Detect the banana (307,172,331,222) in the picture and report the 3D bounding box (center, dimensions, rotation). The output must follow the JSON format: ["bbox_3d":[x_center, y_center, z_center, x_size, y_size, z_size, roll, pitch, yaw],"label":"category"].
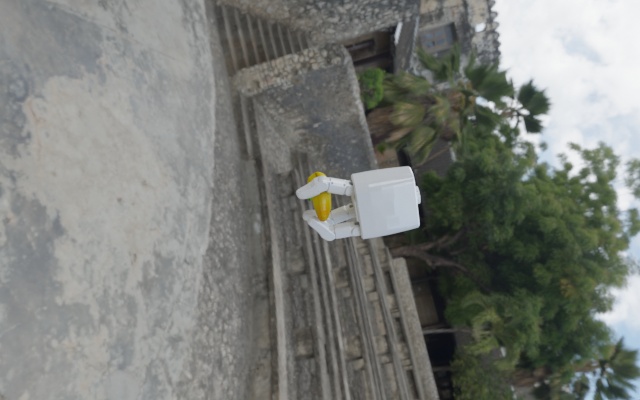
[{"bbox_3d":[-0.002,-0.016,0.899,0.037,0.069,0.197,-5,12,-5],"label":"banana"}]
